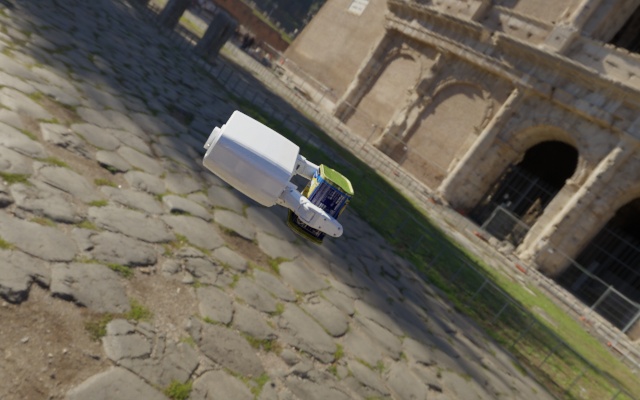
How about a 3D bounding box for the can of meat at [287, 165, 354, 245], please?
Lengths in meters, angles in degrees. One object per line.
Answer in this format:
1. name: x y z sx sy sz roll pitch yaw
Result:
1. can of meat: 0.000 0.002 0.665 0.057 0.084 0.102 32 12 -10
